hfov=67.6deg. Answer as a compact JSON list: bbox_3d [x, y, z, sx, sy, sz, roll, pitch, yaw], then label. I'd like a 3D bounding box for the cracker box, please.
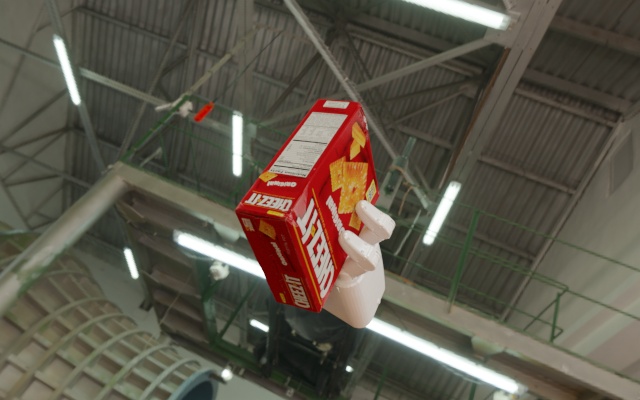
[{"bbox_3d":[0.000,0.002,0.592,0.072,0.164,0.213,8,47,26],"label":"cracker box"}]
